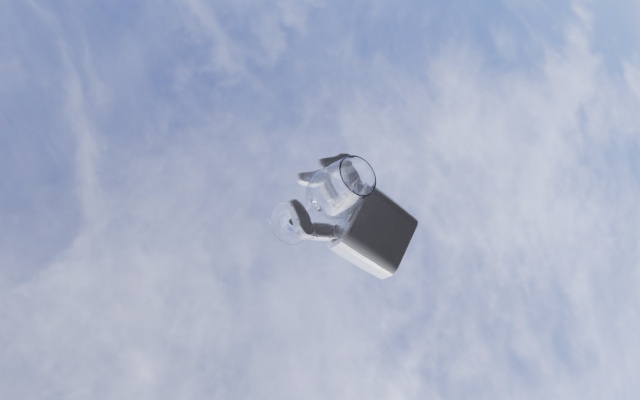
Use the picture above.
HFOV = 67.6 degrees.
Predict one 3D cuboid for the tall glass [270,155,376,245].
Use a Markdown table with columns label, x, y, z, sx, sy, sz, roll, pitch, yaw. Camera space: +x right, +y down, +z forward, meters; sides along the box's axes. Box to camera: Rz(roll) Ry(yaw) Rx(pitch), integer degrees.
| label | x | y | z | sx | sy | sz | roll | pitch | yaw |
| --- | --- | --- | --- | --- | --- | --- | --- | --- | --- |
| tall glass | 0.000 | 0.003 | 0.724 | 0.079 | 0.079 | 0.201 | 0 | -22 | -34 |
